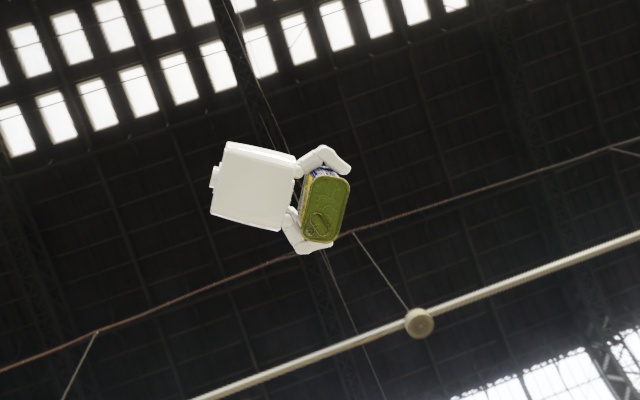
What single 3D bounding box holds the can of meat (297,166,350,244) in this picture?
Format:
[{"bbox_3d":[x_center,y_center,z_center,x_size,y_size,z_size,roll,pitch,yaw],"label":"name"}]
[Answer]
[{"bbox_3d":[0.000,0.002,0.725,0.057,0.102,0.084,10,15,-12],"label":"can of meat"}]
